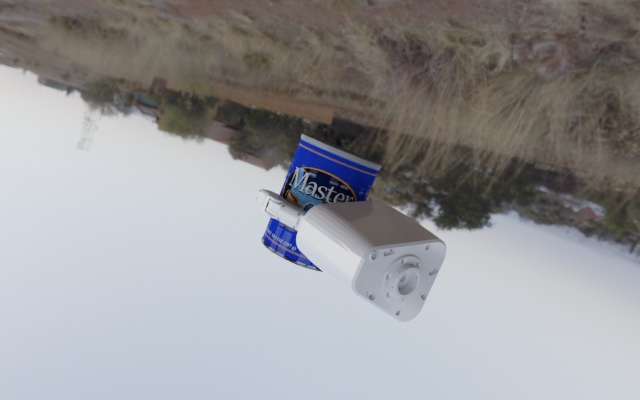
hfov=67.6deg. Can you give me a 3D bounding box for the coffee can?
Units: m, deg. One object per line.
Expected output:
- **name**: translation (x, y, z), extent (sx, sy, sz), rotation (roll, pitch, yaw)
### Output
- **coffee can**: translation (0.000, 0.002, 0.583), extent (0.103, 0.140, 0.103), rotation (22, 8, -3)
